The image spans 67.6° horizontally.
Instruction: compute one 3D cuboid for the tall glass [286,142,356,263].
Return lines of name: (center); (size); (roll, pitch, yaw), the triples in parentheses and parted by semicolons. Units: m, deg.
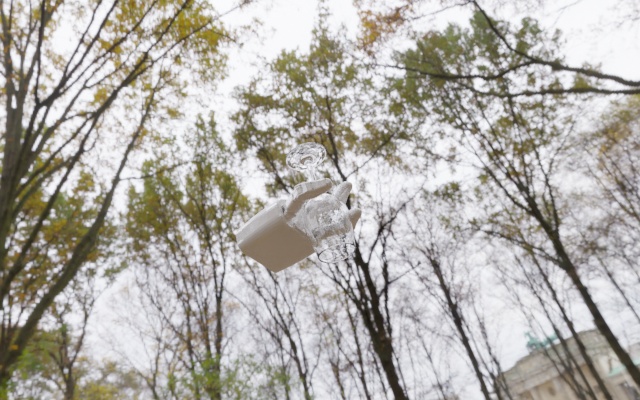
tall glass: (0.000, 0.002, 0.796); (0.079, 0.201, 0.079); (-13, -32, -8)
